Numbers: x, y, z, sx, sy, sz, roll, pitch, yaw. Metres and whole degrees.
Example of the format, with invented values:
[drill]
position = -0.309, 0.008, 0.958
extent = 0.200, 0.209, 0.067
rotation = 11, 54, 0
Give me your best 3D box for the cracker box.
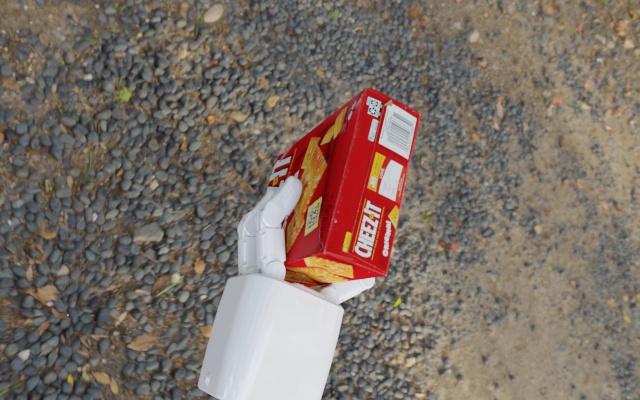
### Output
[cracker box]
position = 0.000, 0.002, 0.499
extent = 0.072, 0.164, 0.214
rotation = 24, -22, -21
